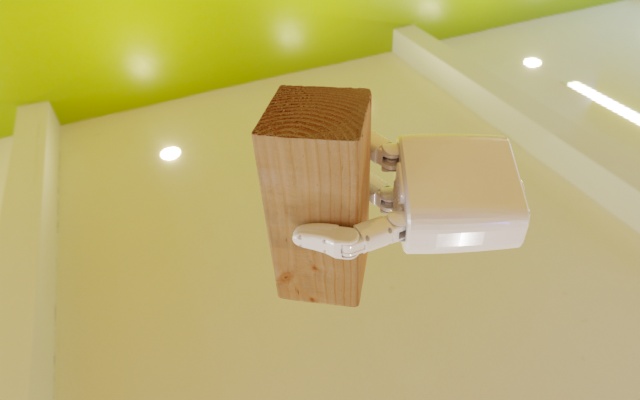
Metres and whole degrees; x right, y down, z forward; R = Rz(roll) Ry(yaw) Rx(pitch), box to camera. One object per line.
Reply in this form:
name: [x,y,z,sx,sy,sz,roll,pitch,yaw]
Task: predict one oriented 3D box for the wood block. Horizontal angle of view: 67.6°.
wood block: [0.000,0.002,0.472,0.090,0.206,0.090,5,40,11]
